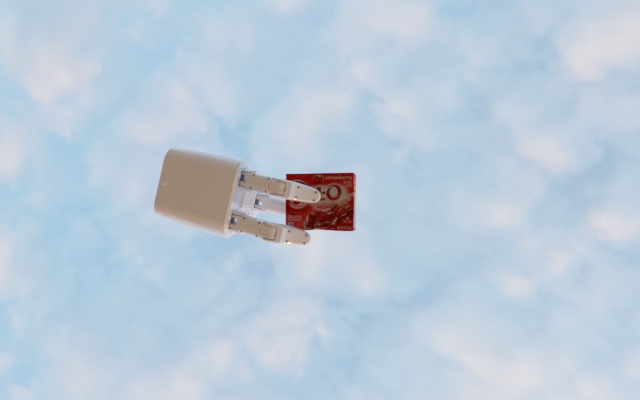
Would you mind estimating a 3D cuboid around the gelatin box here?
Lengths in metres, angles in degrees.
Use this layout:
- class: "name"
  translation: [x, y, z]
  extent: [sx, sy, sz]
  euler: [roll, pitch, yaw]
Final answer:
- class: "gelatin box"
  translation: [0.001, 0.002, 0.605]
  extent: [0.089, 0.073, 0.030]
  euler: [0, -2, 10]
